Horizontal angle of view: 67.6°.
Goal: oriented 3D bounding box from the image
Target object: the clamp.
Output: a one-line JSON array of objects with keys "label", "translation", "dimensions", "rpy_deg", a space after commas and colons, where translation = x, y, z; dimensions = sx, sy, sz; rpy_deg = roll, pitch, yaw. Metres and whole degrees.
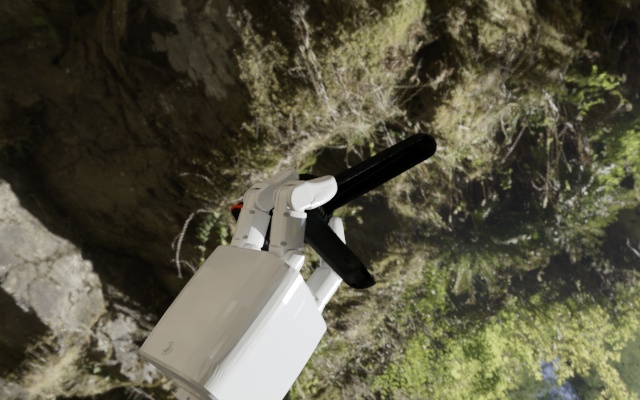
[{"label": "clamp", "translation": [0.000, 0.002, 0.441], "dimensions": [0.210, 0.036, 0.164], "rpy_deg": [1, 43, 45]}]
